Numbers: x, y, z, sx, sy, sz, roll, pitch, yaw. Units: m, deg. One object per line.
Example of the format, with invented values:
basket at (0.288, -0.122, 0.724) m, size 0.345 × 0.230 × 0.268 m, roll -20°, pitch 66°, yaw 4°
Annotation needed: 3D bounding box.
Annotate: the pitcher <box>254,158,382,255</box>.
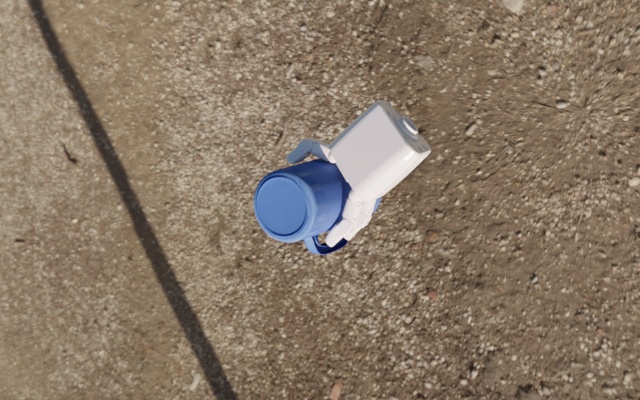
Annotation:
pitcher at (0.000, 0.002, 0.788) m, size 0.145 × 0.149 × 0.243 m, roll -43°, pitch -12°, yaw 27°
